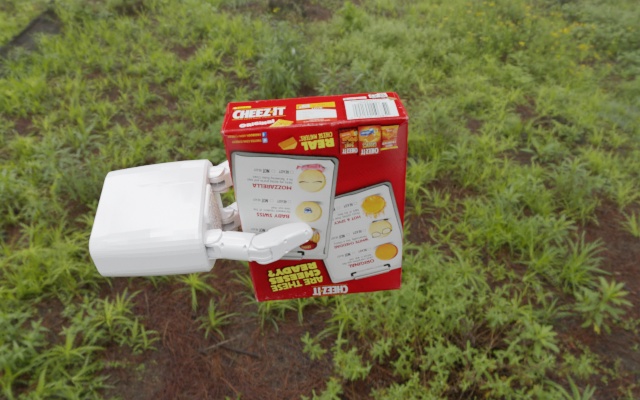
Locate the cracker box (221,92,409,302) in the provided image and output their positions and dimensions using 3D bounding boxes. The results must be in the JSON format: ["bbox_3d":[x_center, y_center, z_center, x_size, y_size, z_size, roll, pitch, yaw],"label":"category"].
[{"bbox_3d":[0.000,0.002,0.492,0.164,0.214,0.072,-5,36,0],"label":"cracker box"}]
